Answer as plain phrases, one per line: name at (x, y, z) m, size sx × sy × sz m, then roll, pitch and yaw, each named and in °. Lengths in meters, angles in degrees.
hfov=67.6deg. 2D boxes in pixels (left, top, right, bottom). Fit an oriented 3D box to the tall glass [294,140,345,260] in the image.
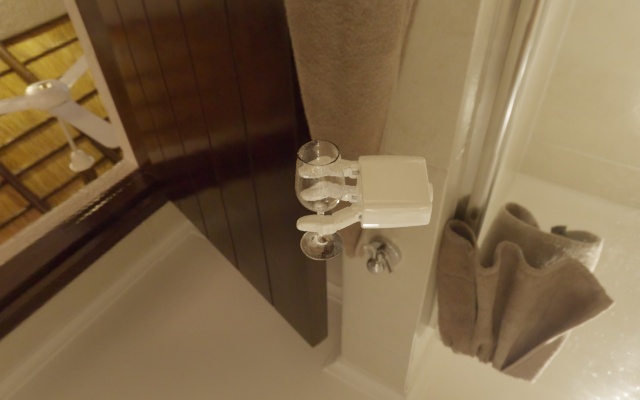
tall glass at (0.000, 0.003, 0.757) m, size 0.079 × 0.201 × 0.079 m, roll -1°, pitch 44°, yaw 1°
